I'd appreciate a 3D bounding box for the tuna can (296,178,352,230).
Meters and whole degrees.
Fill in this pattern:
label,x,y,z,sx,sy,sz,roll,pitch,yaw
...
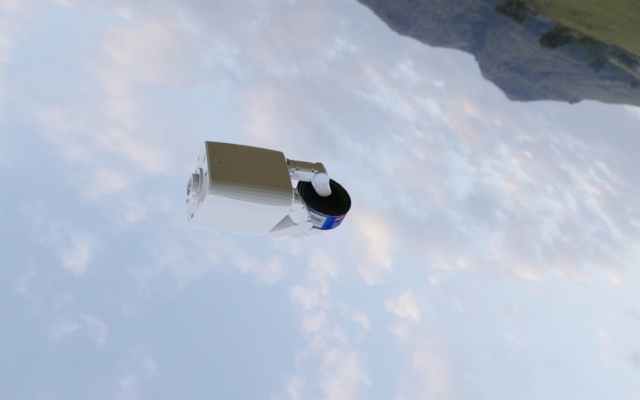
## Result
label,x,y,z,sx,sy,sz,roll,pitch,yaw
tuna can,0.000,0.003,0.704,0.086,0.086,0.034,0,-44,-30
